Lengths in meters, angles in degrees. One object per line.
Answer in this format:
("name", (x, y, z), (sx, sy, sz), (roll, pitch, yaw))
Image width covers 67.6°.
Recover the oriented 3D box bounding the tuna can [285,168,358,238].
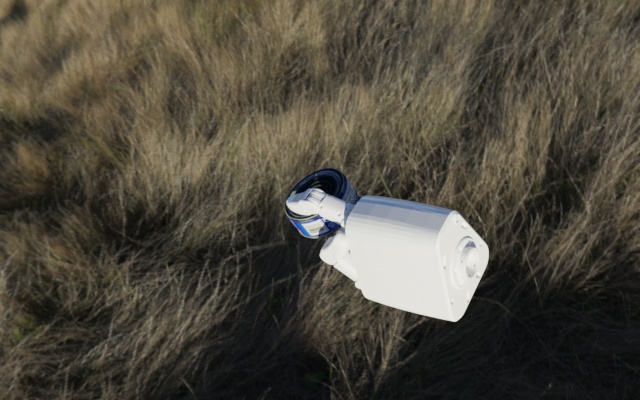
("tuna can", (0.000, 0.002, 0.575), (0.086, 0.086, 0.034), (0, -40, 41))
